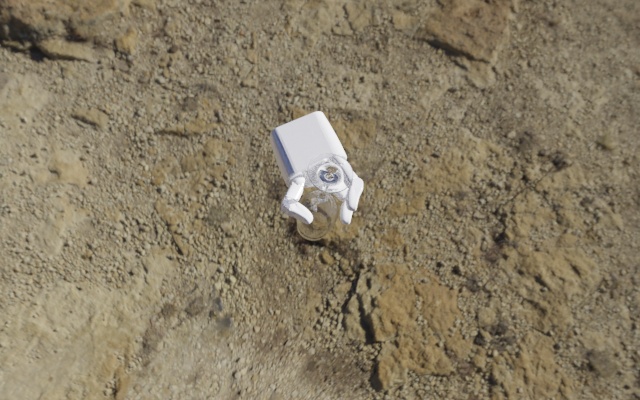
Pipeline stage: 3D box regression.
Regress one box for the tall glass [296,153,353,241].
[{"bbox_3d":[0.000,0.003,0.844,0.079,0.079,0.201,0,-29,-10],"label":"tall glass"}]
